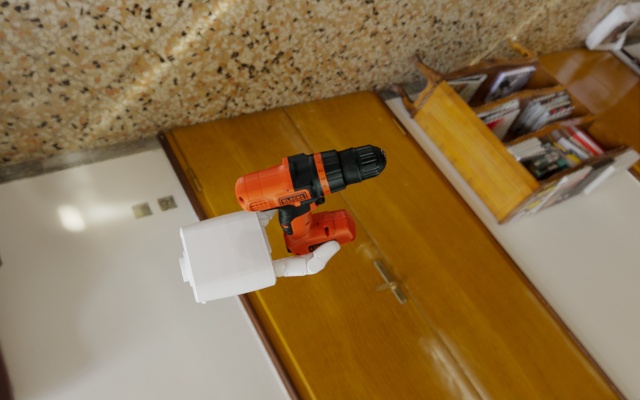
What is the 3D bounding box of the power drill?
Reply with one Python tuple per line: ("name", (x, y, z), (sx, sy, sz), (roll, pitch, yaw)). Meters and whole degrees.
("power drill", (0.000, 0.002, 0.632), (0.184, 0.057, 0.188), (-13, -31, 4))
